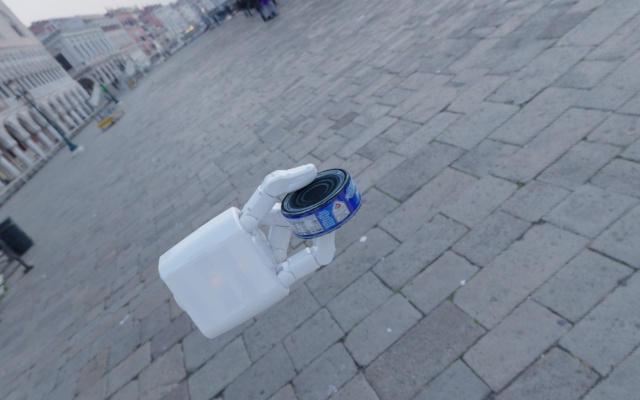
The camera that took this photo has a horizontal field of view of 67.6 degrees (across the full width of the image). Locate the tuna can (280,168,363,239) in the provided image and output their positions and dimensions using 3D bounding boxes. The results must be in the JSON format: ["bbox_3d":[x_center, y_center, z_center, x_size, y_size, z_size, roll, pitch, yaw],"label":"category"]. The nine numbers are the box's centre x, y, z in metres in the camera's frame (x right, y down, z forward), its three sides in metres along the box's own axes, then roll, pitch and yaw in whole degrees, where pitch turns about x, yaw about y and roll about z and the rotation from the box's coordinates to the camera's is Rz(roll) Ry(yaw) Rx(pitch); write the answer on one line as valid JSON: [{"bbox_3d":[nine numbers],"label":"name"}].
[{"bbox_3d":[0.000,0.001,0.519,0.086,0.034,0.086,-24,25,12],"label":"tuna can"}]
